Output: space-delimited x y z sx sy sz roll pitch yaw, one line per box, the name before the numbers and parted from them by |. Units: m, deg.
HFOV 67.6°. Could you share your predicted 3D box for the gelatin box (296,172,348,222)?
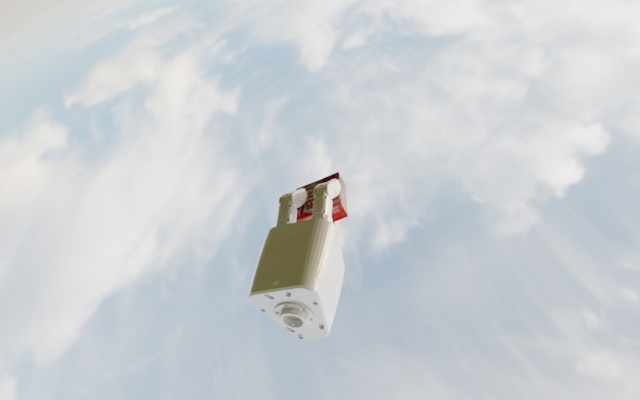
gelatin box | 0.000 0.002 0.697 0.073 0.030 0.089 -22 31 15
